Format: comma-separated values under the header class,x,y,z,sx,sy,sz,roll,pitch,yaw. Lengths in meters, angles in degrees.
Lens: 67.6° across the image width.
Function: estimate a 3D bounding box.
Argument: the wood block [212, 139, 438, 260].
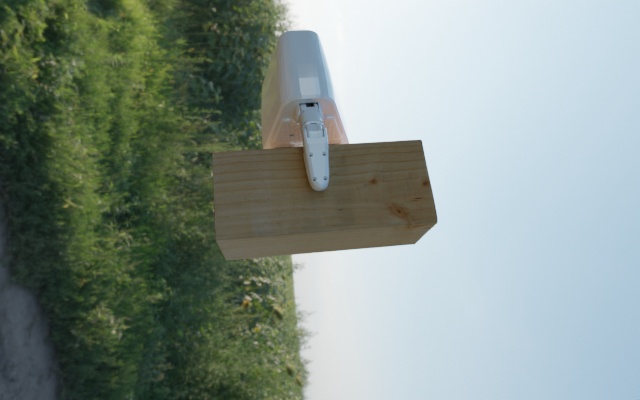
class,x,y,z,sx,sy,sz,roll,pitch,yaw
wood block,0.000,0.001,0.489,0.206,0.090,0.091,-5,-20,-6
